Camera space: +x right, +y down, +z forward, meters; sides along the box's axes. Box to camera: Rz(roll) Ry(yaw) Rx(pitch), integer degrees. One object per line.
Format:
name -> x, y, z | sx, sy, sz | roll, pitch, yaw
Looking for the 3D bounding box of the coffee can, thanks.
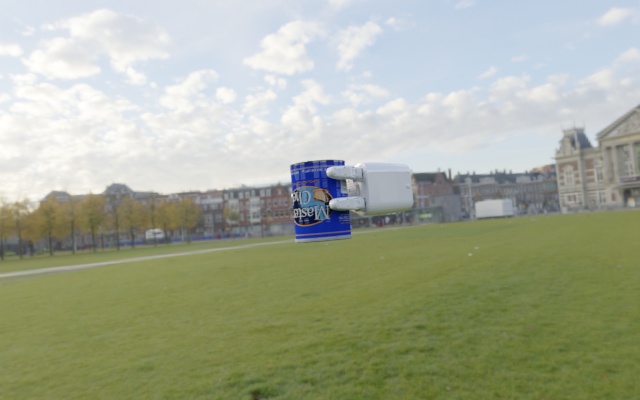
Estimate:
coffee can -> 0.000, 0.003, 0.864 | 0.103, 0.140, 0.103 | -5, -3, 0
